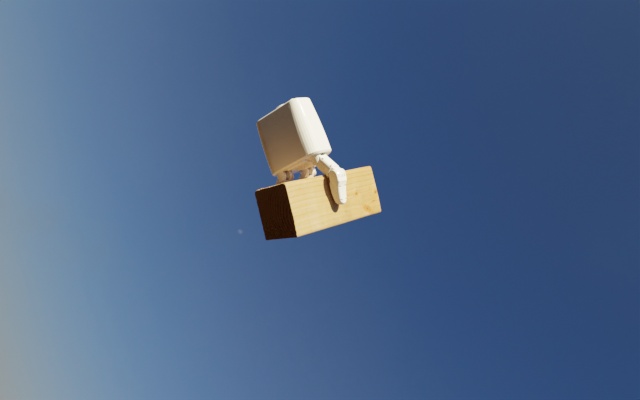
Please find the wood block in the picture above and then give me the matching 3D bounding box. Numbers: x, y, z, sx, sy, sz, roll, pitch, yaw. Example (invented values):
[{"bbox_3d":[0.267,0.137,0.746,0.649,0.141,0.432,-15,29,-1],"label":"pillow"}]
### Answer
[{"bbox_3d":[0.000,0.002,0.847,0.206,0.090,0.091,-14,2,-41],"label":"wood block"}]
